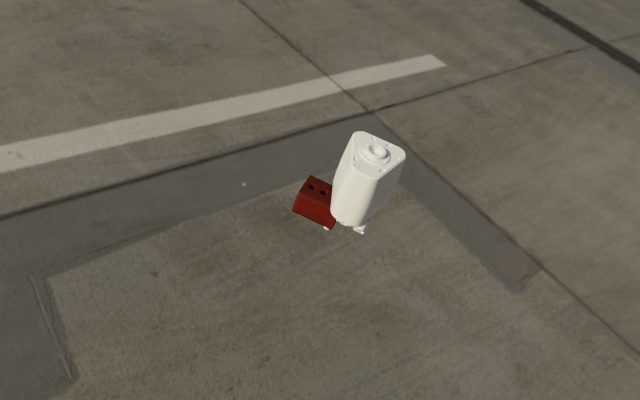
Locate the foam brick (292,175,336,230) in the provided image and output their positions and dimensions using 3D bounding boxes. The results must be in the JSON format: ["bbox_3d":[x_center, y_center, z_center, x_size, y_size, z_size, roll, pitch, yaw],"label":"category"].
[{"bbox_3d":[0.000,0.003,0.819,0.078,0.051,0.053,25,44,6],"label":"foam brick"}]
